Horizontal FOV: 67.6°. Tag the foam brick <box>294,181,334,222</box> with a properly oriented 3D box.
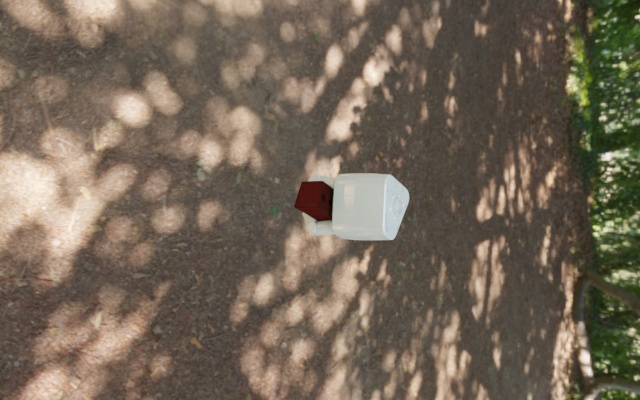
[{"bbox_3d":[0.000,0.003,0.875,0.051,0.053,0.078,0,-22,38],"label":"foam brick"}]
